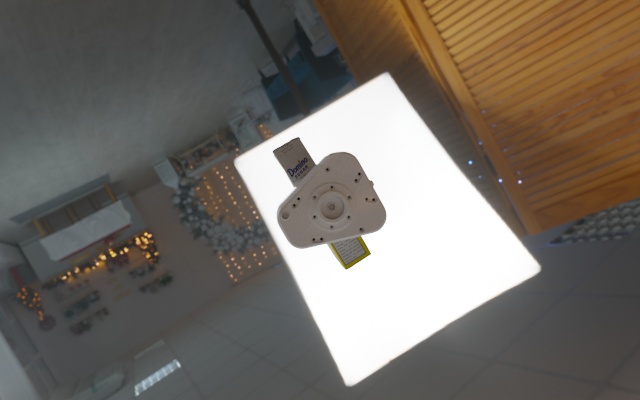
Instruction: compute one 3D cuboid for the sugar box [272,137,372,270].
[{"bbox_3d":[0.001,0.002,0.635,0.048,0.176,0.093,-30,3,-3],"label":"sugar box"}]
